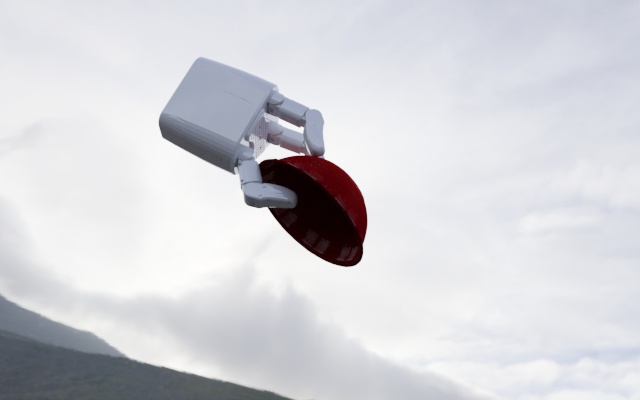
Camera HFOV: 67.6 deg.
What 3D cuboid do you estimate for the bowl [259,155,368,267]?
[{"bbox_3d":[0.001,0.002,0.560,0.055,0.162,0.162,-44,24,-27],"label":"bowl"}]
